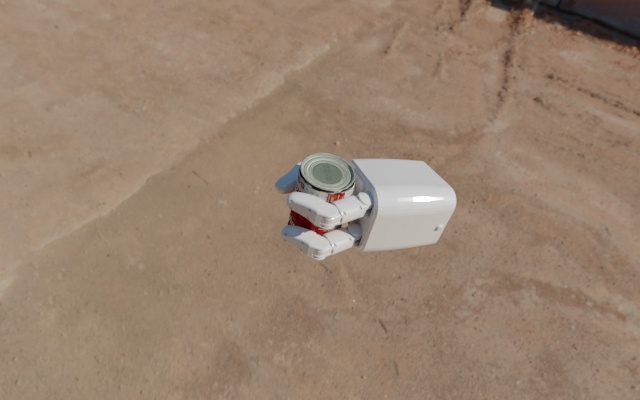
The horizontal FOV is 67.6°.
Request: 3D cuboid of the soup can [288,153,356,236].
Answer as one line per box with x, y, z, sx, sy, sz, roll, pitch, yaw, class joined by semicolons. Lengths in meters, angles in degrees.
0.000;0.002;0.577;0.068;0.068;0.102;0;-44;-14;soup can
